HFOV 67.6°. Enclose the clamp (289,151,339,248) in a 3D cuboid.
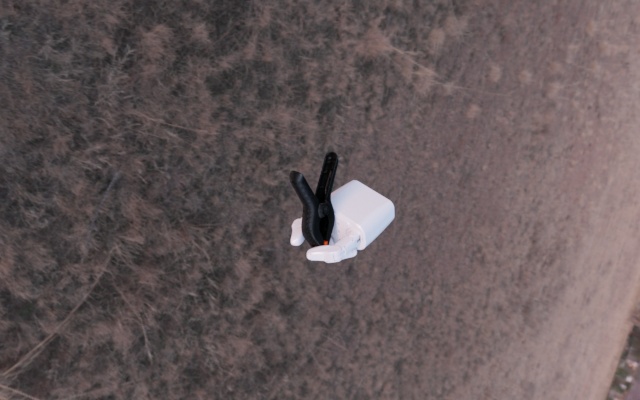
[{"bbox_3d":[0.001,0.003,0.814,0.039,0.172,0.120,19,40,36],"label":"clamp"}]
